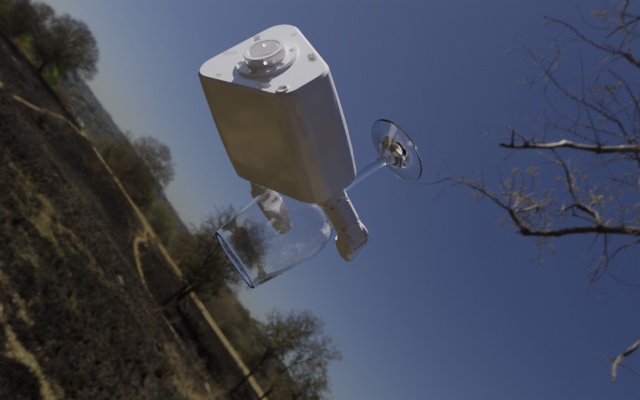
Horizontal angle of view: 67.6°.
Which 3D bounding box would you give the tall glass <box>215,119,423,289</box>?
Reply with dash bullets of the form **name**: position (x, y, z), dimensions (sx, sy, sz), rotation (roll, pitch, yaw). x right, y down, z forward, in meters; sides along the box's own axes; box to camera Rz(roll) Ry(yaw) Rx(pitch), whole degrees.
- **tall glass**: position (0.001, 0.001, 0.462), dimensions (0.201, 0.079, 0.079), rotation (-34, 12, -17)
